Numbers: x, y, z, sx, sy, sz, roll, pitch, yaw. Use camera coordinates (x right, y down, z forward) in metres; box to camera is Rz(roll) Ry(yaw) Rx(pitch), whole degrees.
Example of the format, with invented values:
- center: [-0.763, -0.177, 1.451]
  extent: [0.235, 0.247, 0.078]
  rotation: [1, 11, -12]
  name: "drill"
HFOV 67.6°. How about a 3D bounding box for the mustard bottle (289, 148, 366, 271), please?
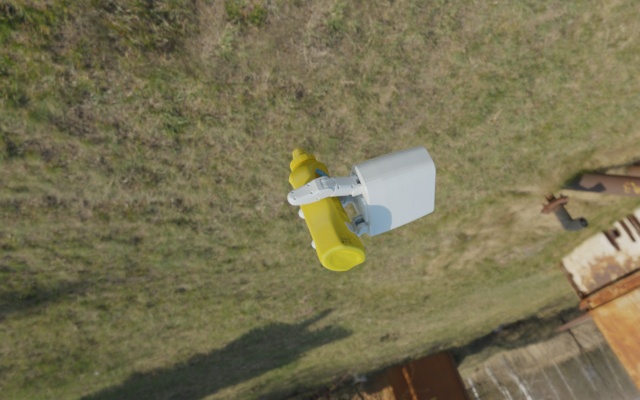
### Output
- center: [0.000, 0.003, 0.681]
  extent: [0.058, 0.191, 0.096]
  rotation: [-30, -28, 14]
  name: "mustard bottle"
